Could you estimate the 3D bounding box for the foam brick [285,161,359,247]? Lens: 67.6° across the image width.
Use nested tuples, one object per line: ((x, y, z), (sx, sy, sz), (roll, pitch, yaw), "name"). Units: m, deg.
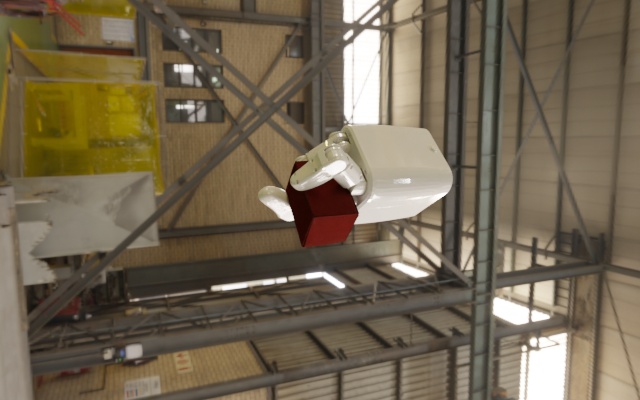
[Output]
((0.000, 0.002, 0.506), (0.051, 0.078, 0.053), (-3, -38, -22), "foam brick")
